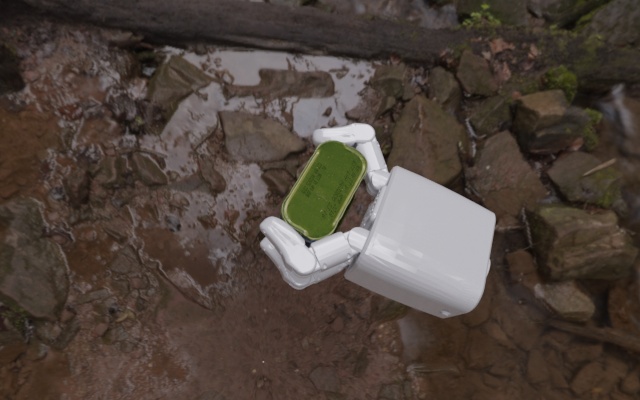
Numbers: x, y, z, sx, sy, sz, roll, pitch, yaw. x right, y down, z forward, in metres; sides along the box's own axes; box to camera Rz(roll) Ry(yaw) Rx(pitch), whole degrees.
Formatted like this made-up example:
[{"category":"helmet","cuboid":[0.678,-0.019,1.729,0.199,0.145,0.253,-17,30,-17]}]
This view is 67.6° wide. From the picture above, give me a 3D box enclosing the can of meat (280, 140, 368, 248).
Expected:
[{"category":"can of meat","cuboid":[0.000,0.001,0.461,0.057,0.102,0.084,29,-19,3]}]
